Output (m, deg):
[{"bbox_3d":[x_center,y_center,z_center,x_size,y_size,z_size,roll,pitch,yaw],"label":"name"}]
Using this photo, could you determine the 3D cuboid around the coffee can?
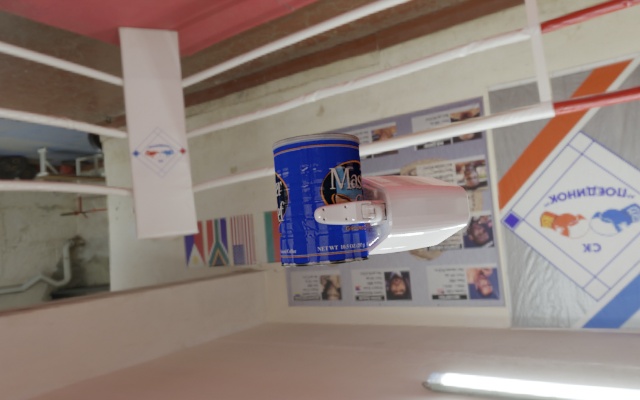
[{"bbox_3d":[0.000,0.002,0.554,0.103,0.140,0.103,-5,-4,0],"label":"coffee can"}]
